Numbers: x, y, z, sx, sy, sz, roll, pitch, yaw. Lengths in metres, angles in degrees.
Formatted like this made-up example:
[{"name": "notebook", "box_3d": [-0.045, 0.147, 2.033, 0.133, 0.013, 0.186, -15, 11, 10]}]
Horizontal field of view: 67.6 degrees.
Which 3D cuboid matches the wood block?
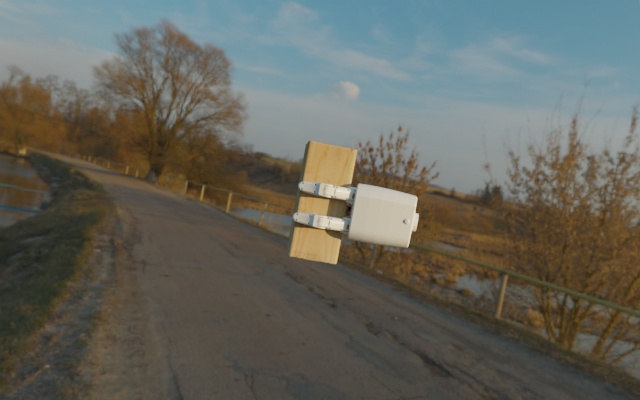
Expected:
[{"name": "wood block", "box_3d": [0.001, 0.003, 0.881, 0.090, 0.206, 0.091, 10, 1, -5]}]
